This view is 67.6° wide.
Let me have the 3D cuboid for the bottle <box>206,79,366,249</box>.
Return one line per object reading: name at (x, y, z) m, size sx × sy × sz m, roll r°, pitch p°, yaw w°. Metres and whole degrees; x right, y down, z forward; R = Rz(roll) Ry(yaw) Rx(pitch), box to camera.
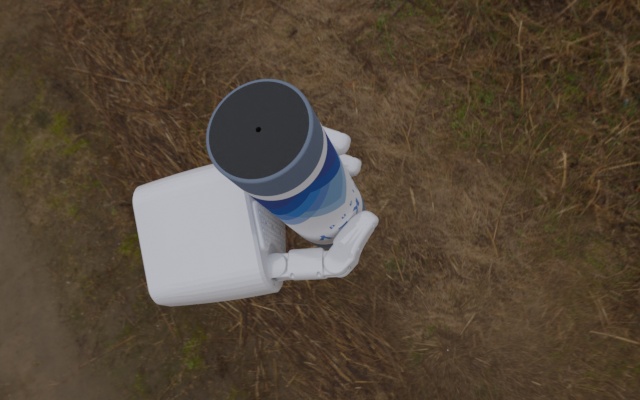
bottle at (0.000, 0.001, 0.411) m, size 0.069 × 0.069 × 0.296 m, roll 0°, pitch -17°, yaw 15°
